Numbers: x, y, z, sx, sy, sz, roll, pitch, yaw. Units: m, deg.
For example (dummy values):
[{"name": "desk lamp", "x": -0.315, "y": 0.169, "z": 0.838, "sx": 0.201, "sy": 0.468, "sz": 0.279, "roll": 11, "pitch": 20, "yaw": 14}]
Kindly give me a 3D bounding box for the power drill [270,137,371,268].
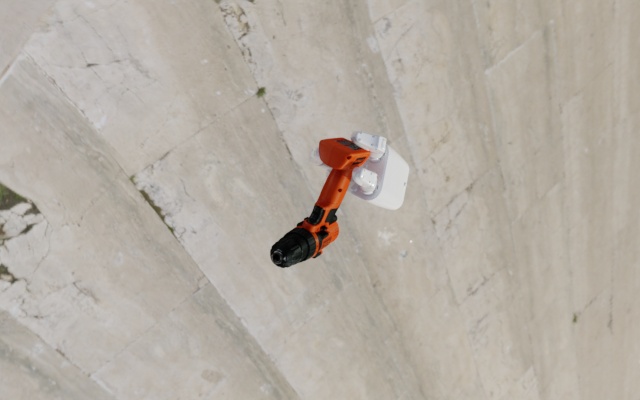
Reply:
[{"name": "power drill", "x": 0.000, "y": 0.002, "z": 0.709, "sx": 0.057, "sy": 0.188, "sz": 0.184, "roll": 28, "pitch": 20, "yaw": 15}]
